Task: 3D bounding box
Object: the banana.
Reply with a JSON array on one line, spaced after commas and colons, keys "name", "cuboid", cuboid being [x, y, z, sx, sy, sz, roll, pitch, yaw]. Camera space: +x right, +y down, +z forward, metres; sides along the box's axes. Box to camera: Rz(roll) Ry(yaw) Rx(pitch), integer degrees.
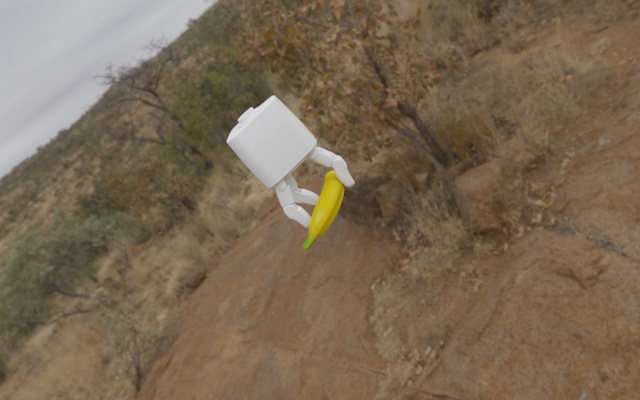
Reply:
[{"name": "banana", "cuboid": [0.011, -0.003, 0.832, 0.070, 0.037, 0.197, -34, 22, 38]}]
